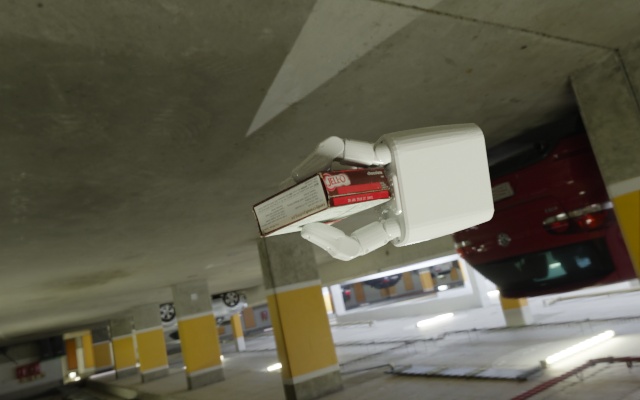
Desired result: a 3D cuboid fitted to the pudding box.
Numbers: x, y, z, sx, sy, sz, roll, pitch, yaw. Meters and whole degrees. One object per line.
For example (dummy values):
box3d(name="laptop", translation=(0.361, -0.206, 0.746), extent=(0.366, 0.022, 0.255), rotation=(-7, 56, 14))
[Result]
box3d(name="pudding box", translation=(0.000, 0.002, 0.478), extent=(0.090, 0.039, 0.113), rotation=(-6, -14, -44))
